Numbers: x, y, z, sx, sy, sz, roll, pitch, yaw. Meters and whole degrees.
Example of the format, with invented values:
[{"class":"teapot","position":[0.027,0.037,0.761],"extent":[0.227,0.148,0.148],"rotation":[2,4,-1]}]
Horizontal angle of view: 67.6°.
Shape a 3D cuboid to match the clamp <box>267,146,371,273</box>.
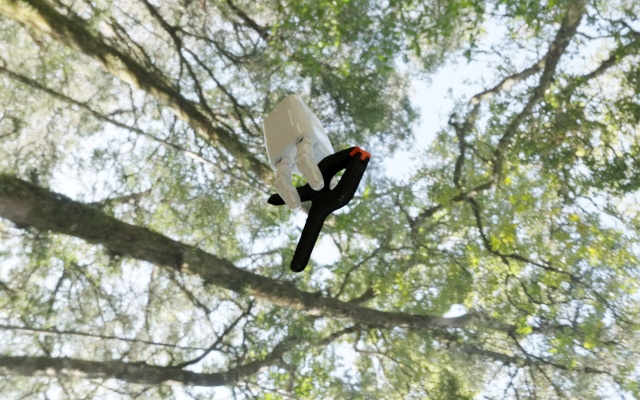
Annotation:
[{"class":"clamp","position":[0.001,0.002,0.747],"extent":[0.036,0.164,0.210],"rotation":[23,-52,-42]}]
